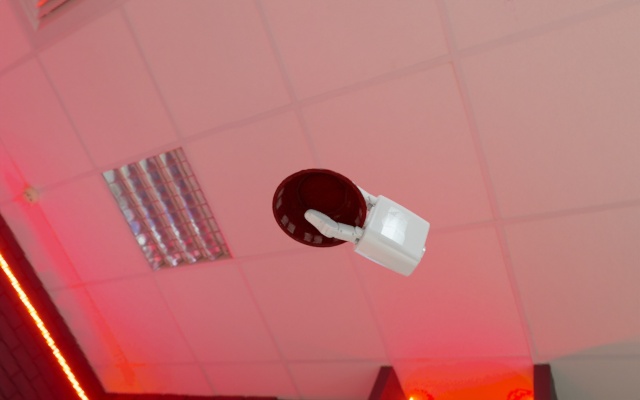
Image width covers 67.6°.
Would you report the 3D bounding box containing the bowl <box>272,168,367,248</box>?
[{"bbox_3d":[-0.001,0.002,0.826,0.162,0.162,0.055,0,34,7],"label":"bowl"}]
